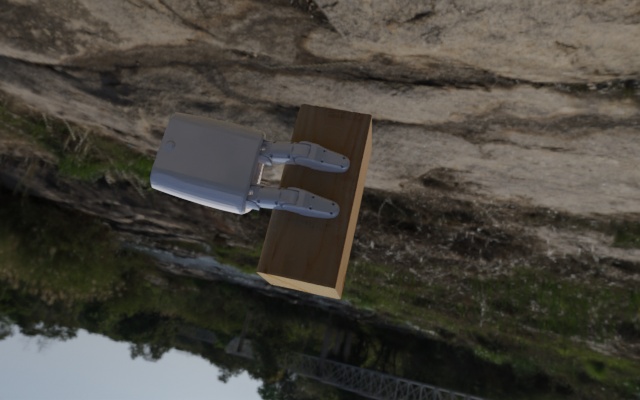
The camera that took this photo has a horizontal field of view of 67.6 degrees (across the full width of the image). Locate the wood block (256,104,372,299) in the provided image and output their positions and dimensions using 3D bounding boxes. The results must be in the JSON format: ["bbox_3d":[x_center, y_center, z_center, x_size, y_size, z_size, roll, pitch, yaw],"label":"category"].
[{"bbox_3d":[0.000,0.002,0.572,0.090,0.206,0.091,11,-17,9],"label":"wood block"}]
